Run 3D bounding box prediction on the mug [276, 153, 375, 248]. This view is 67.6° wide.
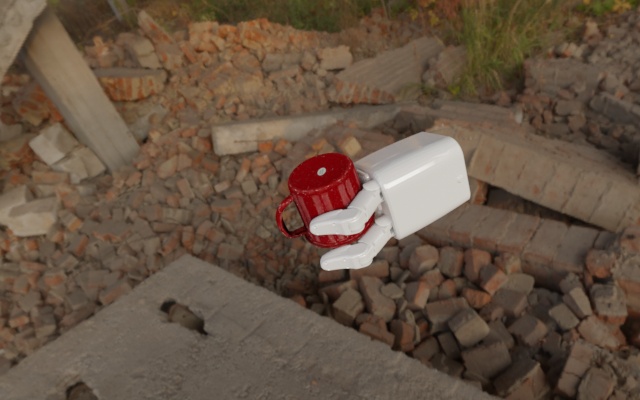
[{"bbox_3d":[-0.001,0.002,0.572,0.117,0.081,0.093,-27,34,-7],"label":"mug"}]
